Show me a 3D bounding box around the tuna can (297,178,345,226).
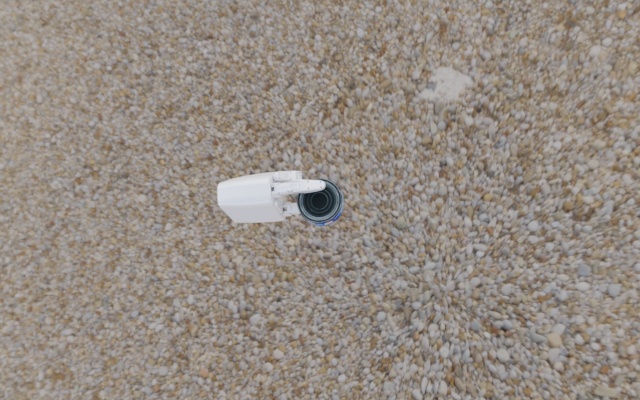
[{"bbox_3d":[0.000,0.003,0.881,0.086,0.086,0.034,0,-11,9],"label":"tuna can"}]
